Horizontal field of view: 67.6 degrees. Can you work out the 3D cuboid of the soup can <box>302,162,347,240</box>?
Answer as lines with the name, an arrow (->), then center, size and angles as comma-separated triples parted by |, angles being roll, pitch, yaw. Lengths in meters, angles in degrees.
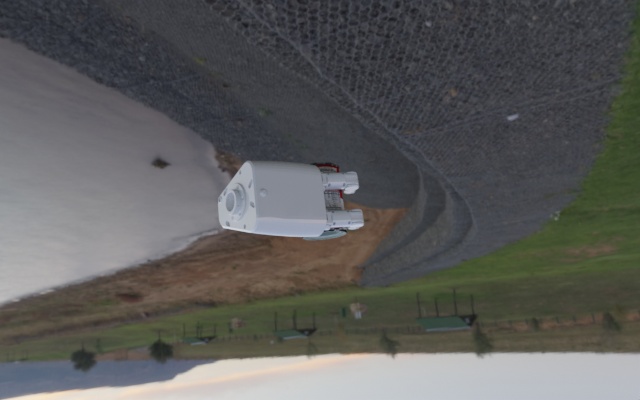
soup can -> 0.000, 0.003, 0.701 | 0.068, 0.102, 0.068 | -7, -13, -2
